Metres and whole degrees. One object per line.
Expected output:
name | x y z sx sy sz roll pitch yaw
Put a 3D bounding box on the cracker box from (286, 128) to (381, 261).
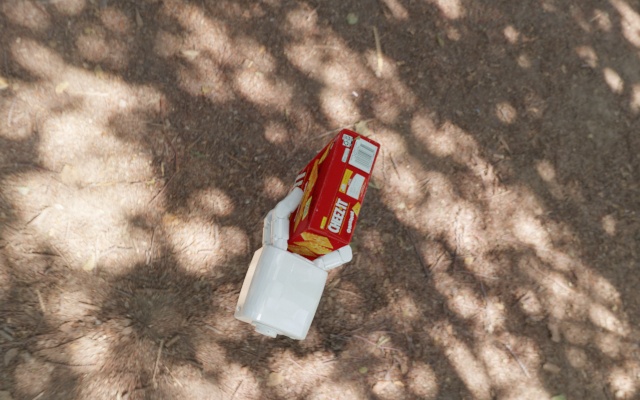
cracker box | 0.000 0.002 0.752 0.072 0.164 0.214 24 -21 -13
